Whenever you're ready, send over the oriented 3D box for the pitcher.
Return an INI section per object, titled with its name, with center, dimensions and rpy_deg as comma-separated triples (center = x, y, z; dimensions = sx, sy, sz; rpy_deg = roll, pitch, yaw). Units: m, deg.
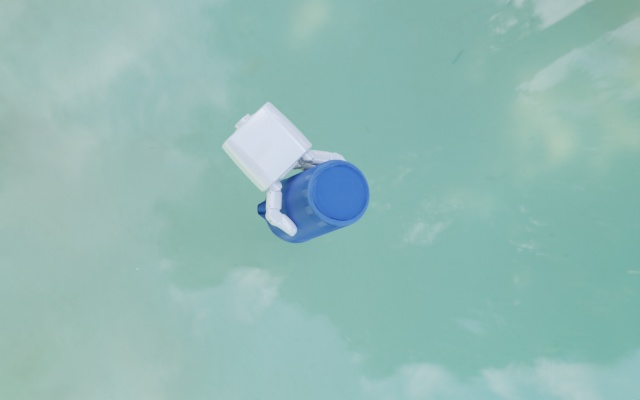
[pitcher]
center = 0.000, 0.003, 0.858
dimensions = 0.149, 0.145, 0.243
rpy_deg = -47, 10, -20
